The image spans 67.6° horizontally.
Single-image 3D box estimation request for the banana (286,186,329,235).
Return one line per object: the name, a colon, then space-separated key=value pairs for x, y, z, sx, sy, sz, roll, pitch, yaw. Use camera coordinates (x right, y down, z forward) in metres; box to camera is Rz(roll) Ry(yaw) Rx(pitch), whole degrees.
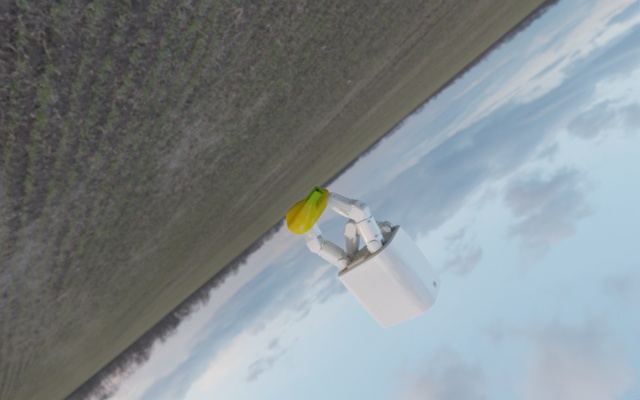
banana: x=-0.014 y=0.014 z=0.646 sx=0.069 sy=0.037 sz=0.198 roll=-40 pitch=0 yaw=3
